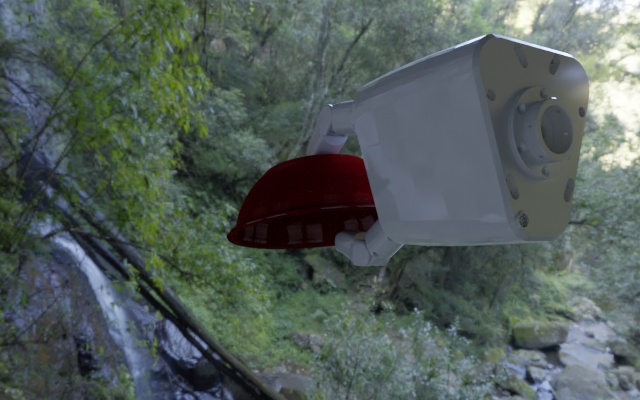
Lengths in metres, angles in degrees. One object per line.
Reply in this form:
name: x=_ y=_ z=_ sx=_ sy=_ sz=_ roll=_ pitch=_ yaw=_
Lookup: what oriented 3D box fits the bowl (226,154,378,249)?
bowl: x=-0.001 y=0.001 z=0.410 sx=0.162 sy=0.055 sz=0.162 roll=-6 pitch=-15 yaw=-2
